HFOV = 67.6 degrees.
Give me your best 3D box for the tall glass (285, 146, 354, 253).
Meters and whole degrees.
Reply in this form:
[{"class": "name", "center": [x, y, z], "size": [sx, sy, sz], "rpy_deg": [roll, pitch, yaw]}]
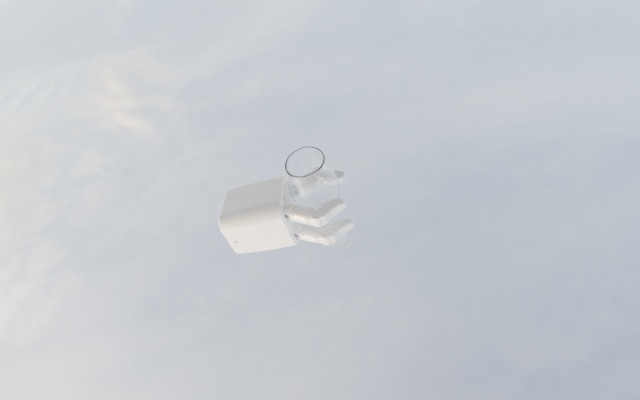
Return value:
[{"class": "tall glass", "center": [0.000, 0.003, 0.783], "size": [0.079, 0.079, 0.201], "rpy_deg": [0, -37, 17]}]
